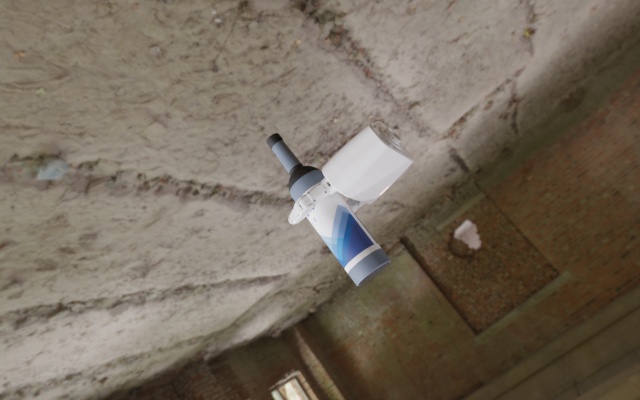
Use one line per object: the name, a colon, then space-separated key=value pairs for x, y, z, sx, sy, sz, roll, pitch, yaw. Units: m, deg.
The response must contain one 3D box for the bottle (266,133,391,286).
bottle: x=0.000 y=0.003 z=0.793 sx=0.069 sy=0.295 sz=0.069 roll=-33 pitch=-18 yaw=-12
